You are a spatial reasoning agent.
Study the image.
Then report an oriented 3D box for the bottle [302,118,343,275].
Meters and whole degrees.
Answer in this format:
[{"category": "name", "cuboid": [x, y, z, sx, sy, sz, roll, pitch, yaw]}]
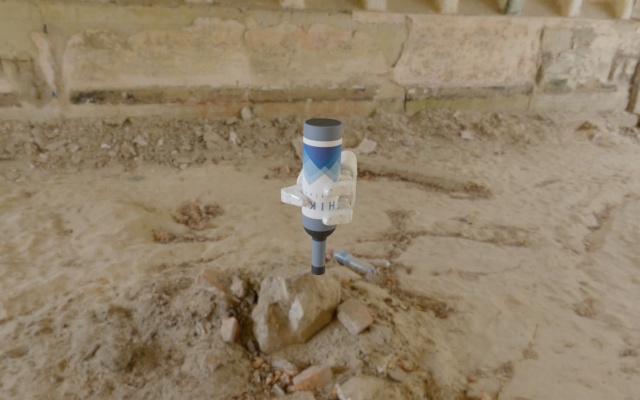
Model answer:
[{"category": "bottle", "cuboid": [0.000, 0.003, 0.869, 0.069, 0.296, 0.069, 2, 23, -1]}]
